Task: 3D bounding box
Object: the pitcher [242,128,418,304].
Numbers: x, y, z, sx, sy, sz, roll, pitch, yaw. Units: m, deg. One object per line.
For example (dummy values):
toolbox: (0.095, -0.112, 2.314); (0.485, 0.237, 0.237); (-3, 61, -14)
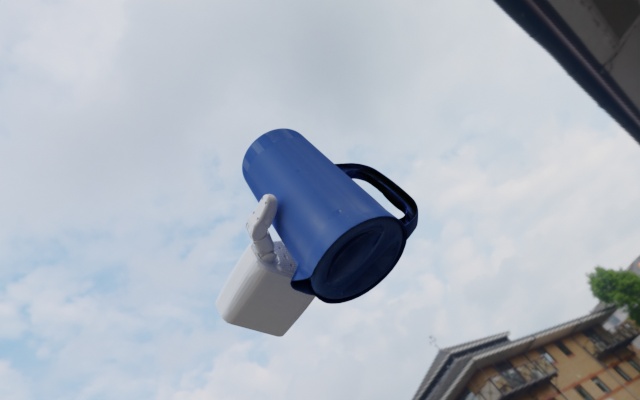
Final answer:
pitcher: (0.000, 0.002, 0.630); (0.149, 0.145, 0.242); (13, 27, -44)
